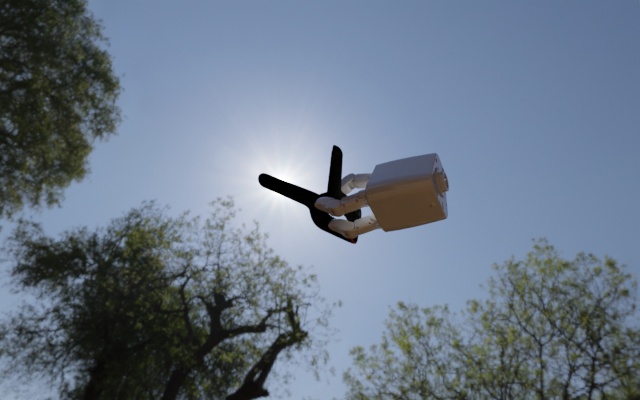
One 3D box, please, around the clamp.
[{"bbox_3d":[0.001,0.002,0.833,0.164,0.036,0.210,-11,-49,27],"label":"clamp"}]
